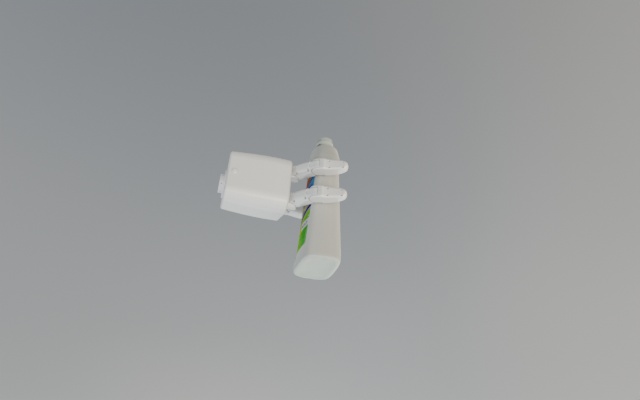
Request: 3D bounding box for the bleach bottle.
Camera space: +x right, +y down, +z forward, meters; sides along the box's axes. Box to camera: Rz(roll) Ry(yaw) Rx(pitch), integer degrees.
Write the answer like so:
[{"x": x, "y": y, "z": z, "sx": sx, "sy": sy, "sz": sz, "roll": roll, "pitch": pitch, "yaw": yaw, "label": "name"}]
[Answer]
[{"x": 0.000, "y": 0.003, "z": 0.834, "sx": 0.068, "sy": 0.250, "sz": 0.103, "roll": 11, "pitch": -31, "yaw": -12, "label": "bleach bottle"}]
